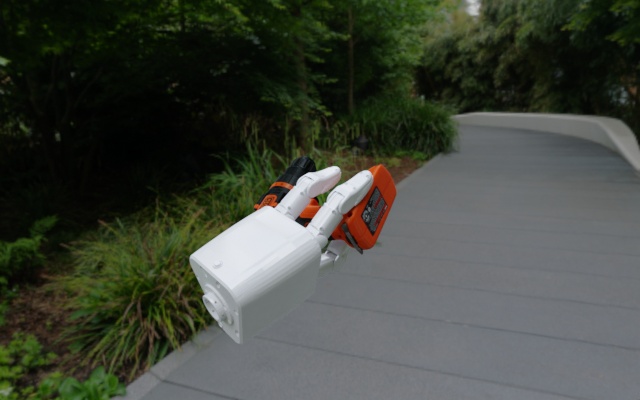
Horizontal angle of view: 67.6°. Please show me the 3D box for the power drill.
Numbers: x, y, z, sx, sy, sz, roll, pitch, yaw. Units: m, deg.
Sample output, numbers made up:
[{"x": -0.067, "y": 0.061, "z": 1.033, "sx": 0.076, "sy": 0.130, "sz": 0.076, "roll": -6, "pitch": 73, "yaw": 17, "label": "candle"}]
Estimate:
[{"x": 0.000, "y": 0.002, "z": 0.620, "sx": 0.187, "sy": 0.184, "sz": 0.057, "roll": -6, "pitch": -47, "yaw": 39, "label": "power drill"}]
